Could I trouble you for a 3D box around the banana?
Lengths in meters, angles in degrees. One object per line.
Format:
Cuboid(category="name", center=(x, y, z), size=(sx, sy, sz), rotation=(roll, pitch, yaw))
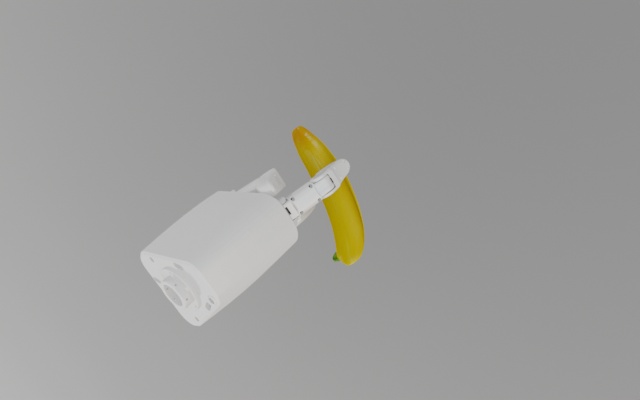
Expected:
Cuboid(category="banana", center=(0.015, 0.008, 0.553), size=(0.069, 0.198, 0.037), rotation=(12, 40, 38))
